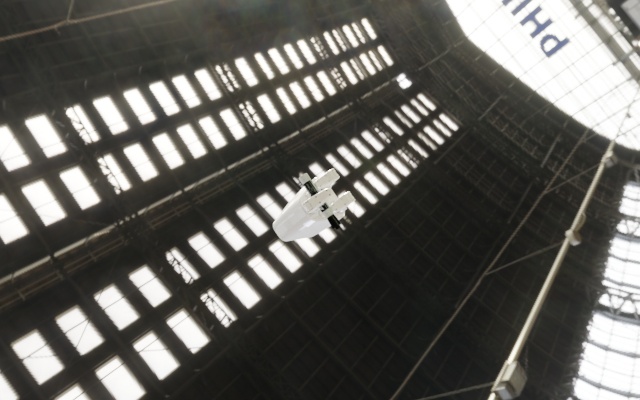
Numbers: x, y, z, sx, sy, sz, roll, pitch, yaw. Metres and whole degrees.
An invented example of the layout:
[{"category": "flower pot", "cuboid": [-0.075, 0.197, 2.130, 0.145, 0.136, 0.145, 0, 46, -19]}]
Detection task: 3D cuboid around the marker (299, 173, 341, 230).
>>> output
[{"category": "marker", "cuboid": [0.000, 0.003, 0.897, 0.020, 0.121, 0.020, -34, -5, -3]}]
